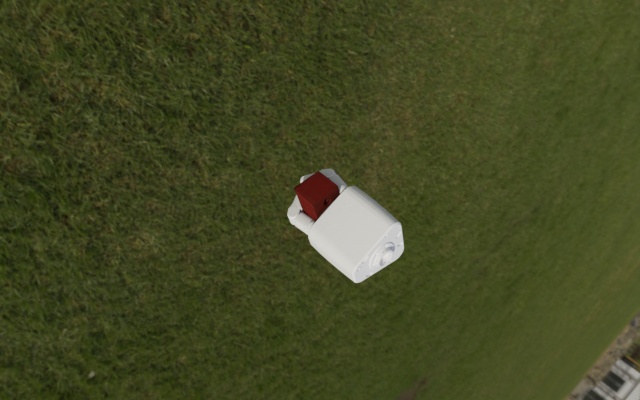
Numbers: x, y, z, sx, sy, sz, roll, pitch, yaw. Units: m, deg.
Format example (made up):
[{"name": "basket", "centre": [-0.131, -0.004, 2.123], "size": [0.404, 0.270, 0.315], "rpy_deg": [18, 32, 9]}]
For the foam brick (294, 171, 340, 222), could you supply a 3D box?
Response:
[{"name": "foam brick", "centre": [0.000, 0.002, 0.774], "size": [0.053, 0.078, 0.051], "rpy_deg": [-38, 52, -16]}]
